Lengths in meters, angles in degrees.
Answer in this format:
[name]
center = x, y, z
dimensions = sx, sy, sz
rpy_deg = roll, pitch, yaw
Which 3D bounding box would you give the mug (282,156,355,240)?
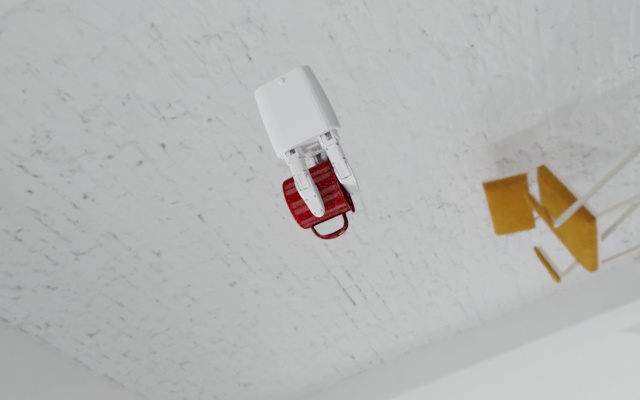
[mug]
center = 0.000, 0.004, 0.704
dimensions = 0.081, 0.117, 0.093
rpy_deg = -24, -15, 9
